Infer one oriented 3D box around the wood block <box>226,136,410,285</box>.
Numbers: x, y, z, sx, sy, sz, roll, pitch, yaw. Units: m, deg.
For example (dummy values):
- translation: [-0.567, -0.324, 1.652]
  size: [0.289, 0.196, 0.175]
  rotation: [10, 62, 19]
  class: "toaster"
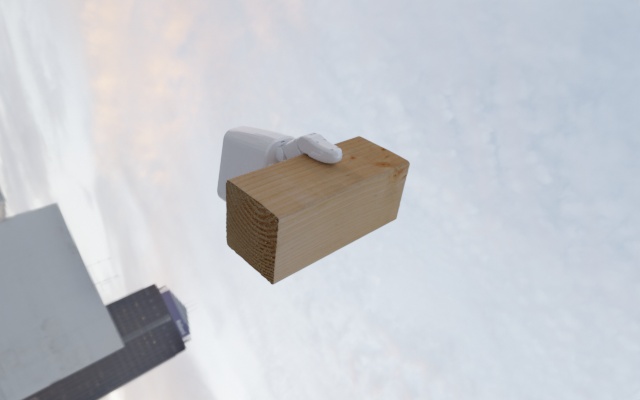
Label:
- translation: [0.000, 0.001, 0.562]
  size: [0.206, 0.091, 0.090]
  rotation: [-24, 44, -38]
  class: "wood block"
